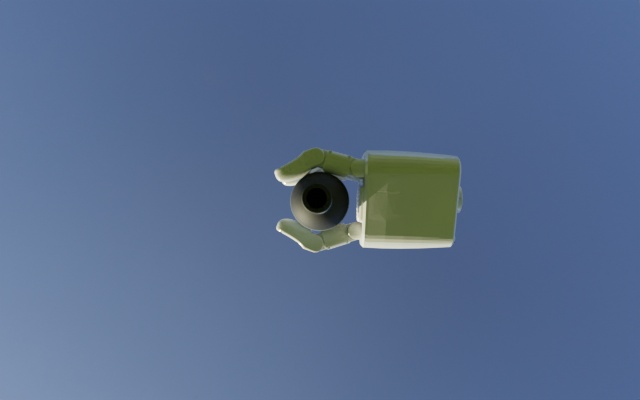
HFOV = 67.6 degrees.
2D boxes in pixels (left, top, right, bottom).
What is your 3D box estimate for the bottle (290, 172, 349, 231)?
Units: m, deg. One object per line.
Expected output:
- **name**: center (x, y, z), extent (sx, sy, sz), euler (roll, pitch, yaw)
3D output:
- **bottle**: center (0.000, 0.002, 0.572), extent (0.069, 0.069, 0.296), euler (0, -2, 1)
